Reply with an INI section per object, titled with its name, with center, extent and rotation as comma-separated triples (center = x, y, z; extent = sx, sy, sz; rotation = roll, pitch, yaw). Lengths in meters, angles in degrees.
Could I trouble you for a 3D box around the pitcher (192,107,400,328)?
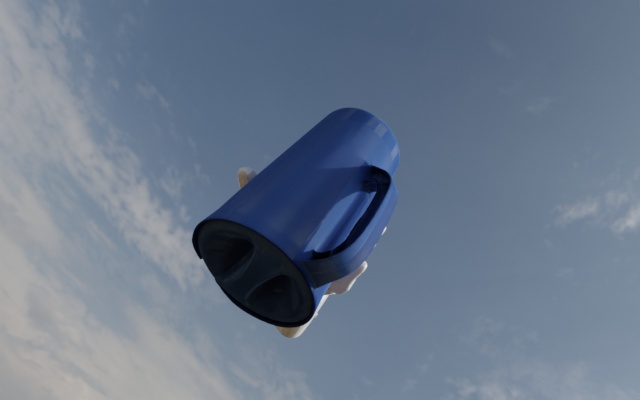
[pitcher]
center = 0.000, 0.002, 0.499
extent = 0.149, 0.145, 0.242
rotation = 31, 49, 10
